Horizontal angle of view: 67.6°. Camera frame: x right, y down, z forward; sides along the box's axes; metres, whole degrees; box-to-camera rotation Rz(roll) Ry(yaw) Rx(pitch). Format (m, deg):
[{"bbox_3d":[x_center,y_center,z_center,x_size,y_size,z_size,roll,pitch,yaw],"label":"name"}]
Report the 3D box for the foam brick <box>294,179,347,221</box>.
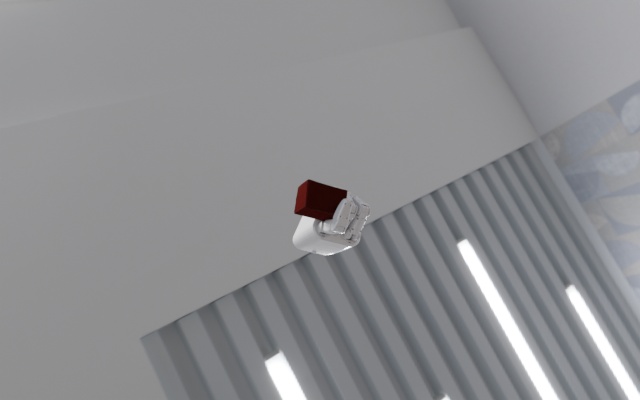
[{"bbox_3d":[0.000,0.003,0.836,0.078,0.053,0.051,16,-20,-23],"label":"foam brick"}]
